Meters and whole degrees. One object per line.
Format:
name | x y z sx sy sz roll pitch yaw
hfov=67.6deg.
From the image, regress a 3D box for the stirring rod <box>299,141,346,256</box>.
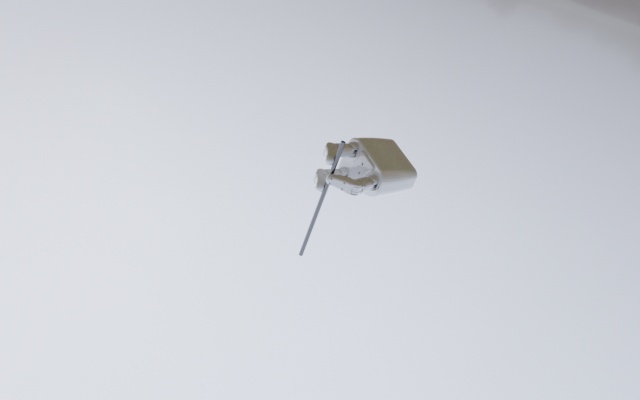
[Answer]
stirring rod | 0.000 0.003 0.838 0.011 0.240 0.011 16 29 -9
